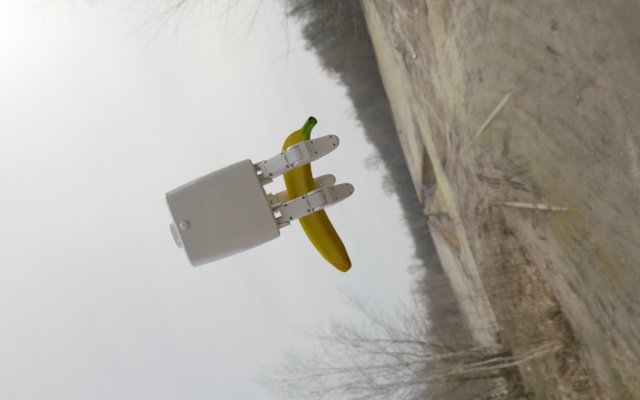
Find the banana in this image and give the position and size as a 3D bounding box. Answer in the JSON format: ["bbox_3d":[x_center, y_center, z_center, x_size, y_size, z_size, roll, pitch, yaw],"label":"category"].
[{"bbox_3d":[-0.011,-0.002,0.597,0.037,0.198,0.069,-24,15,-31],"label":"banana"}]
